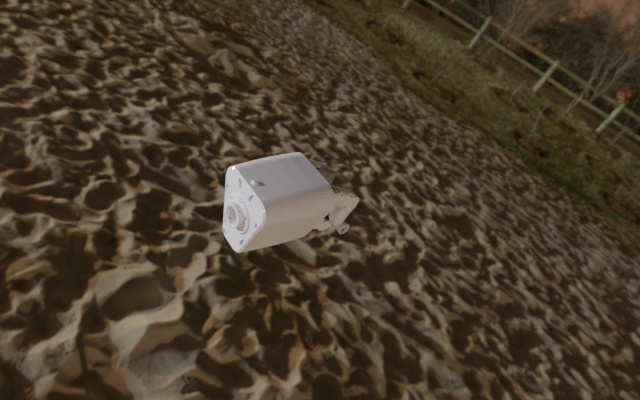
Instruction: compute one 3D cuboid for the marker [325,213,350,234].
[{"bbox_3d":[0.000,0.002,0.712,0.020,0.020,0.121,0,41,-49],"label":"marker"}]
